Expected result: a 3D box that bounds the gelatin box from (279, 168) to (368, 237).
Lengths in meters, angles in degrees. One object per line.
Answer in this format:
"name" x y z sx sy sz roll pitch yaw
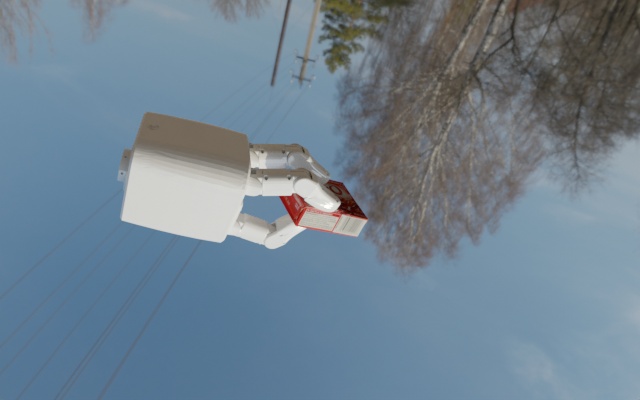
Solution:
"gelatin box" 0.000 0.002 0.538 0.089 0.030 0.073 13 30 -34
